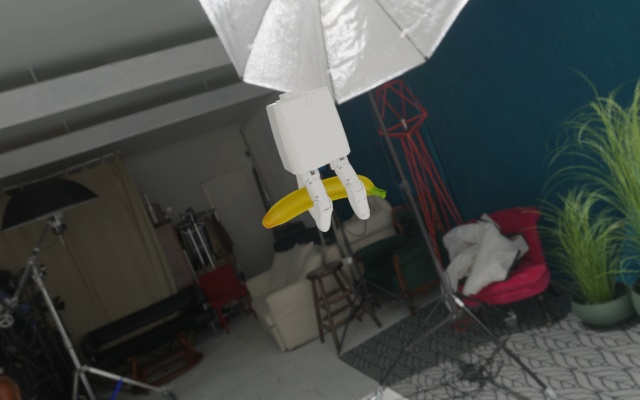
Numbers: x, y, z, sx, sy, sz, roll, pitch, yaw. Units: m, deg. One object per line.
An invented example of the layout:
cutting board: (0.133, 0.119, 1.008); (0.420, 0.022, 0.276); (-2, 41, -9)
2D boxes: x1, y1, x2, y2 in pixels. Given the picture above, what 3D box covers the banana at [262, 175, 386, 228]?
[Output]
banana: (0.000, -0.005, 0.760); (0.198, 0.037, 0.069); (-16, 24, -5)
